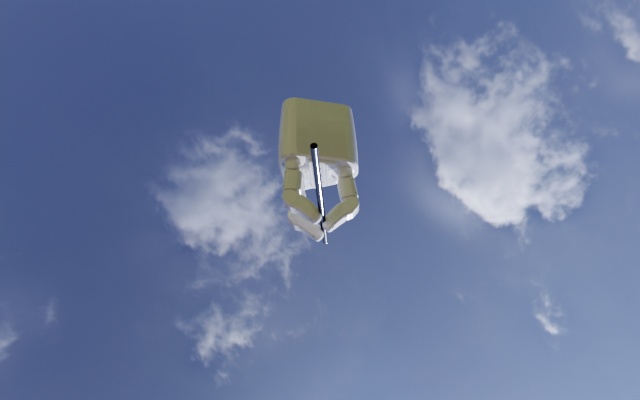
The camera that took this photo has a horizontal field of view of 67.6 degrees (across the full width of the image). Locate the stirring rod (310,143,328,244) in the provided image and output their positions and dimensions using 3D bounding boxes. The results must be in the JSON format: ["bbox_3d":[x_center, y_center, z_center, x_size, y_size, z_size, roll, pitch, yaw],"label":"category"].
[{"bbox_3d":[0.000,0.002,0.591,0.011,0.011,0.240,0,-29,4],"label":"stirring rod"}]
